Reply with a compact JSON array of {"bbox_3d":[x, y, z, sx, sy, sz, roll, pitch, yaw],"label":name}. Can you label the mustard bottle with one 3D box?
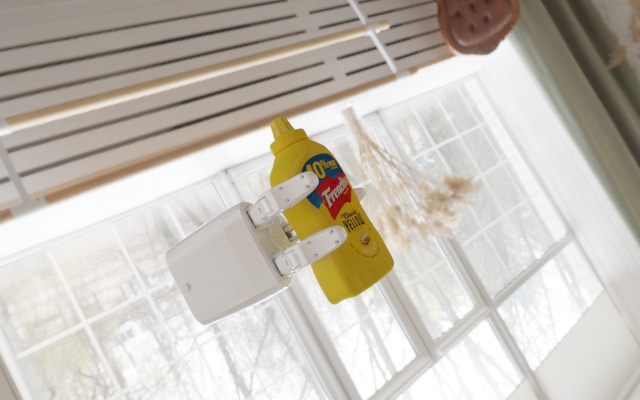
[{"bbox_3d":[0.000,0.002,0.486,0.058,0.191,0.096,-32,-5,38],"label":"mustard bottle"}]
